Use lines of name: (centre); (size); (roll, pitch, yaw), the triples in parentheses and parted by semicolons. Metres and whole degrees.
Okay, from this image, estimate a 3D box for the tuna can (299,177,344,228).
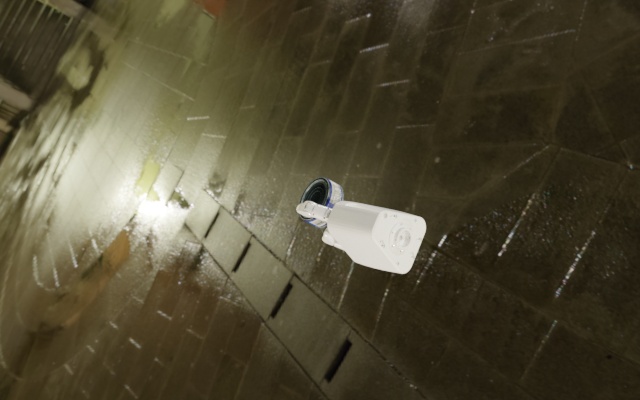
tuna can: (0.000, 0.003, 0.843); (0.034, 0.086, 0.086); (27, -16, -32)
